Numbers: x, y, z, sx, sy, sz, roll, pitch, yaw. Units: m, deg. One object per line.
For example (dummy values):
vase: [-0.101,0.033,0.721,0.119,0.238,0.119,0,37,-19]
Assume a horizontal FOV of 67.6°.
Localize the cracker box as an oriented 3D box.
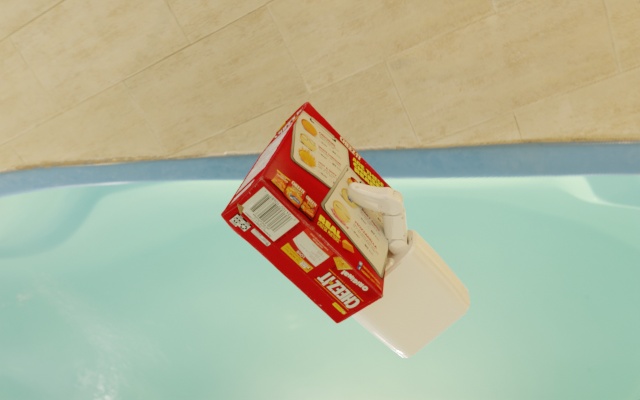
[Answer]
cracker box: [0.000,0.002,0.530,0.072,0.164,0.213,-38,16,27]
